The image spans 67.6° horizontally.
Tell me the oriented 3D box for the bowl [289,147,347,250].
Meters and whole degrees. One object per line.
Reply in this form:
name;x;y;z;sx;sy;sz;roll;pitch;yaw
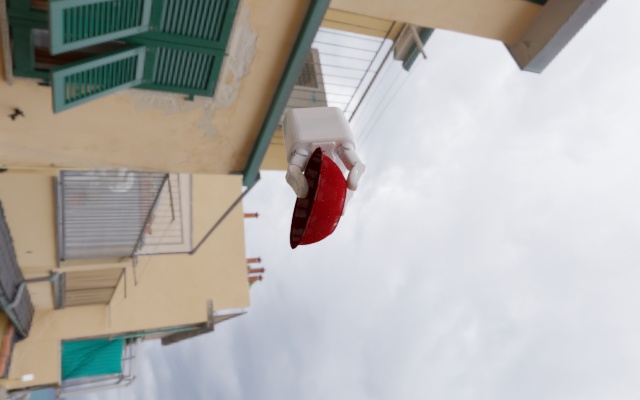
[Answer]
bowl;0.000;0.004;0.736;0.055;0.162;0.162;15;-3;-11
